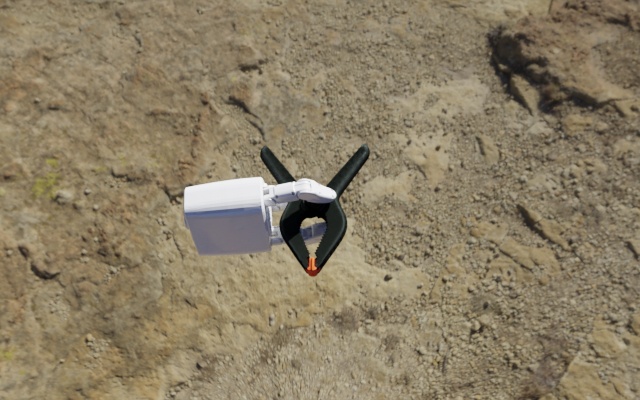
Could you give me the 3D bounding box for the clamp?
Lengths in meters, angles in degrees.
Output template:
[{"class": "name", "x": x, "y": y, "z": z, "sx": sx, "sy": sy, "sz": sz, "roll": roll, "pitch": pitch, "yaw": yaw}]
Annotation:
[{"class": "clamp", "x": 0.000, "y": 0.002, "z": 0.680, "sx": 0.164, "sy": 0.210, "sz": 0.036, "roll": -7, "pitch": -27, "yaw": 1}]
